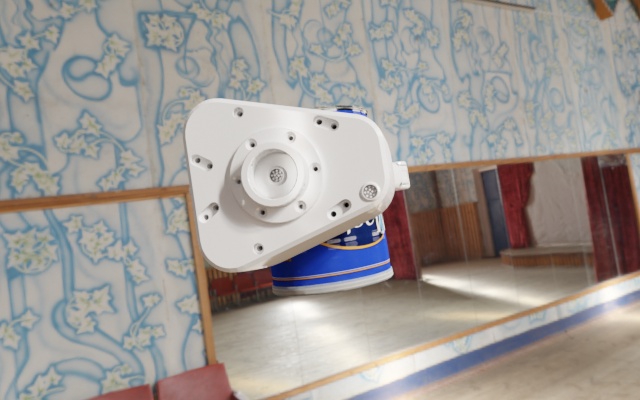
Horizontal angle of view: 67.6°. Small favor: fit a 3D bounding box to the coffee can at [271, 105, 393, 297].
[{"bbox_3d":[0.000,0.001,0.407,0.103,0.140,0.103,-9,-2,0],"label":"coffee can"}]
